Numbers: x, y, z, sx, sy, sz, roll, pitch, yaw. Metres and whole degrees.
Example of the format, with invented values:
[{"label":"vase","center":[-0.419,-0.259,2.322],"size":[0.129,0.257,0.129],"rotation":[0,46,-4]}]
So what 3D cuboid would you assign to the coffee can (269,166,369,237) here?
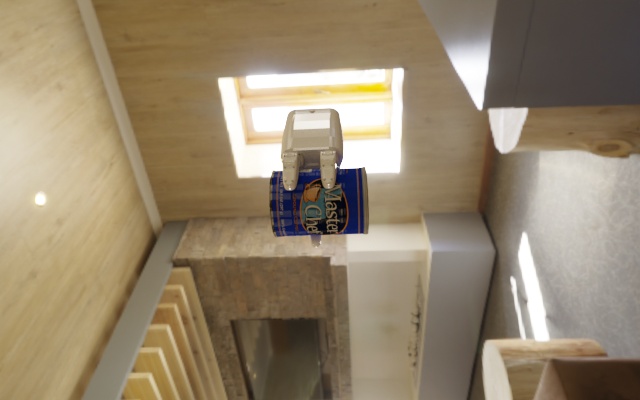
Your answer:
[{"label":"coffee can","center":[0.000,0.003,0.721],"size":[0.140,0.103,0.103],"rotation":[-2,0,3]}]
